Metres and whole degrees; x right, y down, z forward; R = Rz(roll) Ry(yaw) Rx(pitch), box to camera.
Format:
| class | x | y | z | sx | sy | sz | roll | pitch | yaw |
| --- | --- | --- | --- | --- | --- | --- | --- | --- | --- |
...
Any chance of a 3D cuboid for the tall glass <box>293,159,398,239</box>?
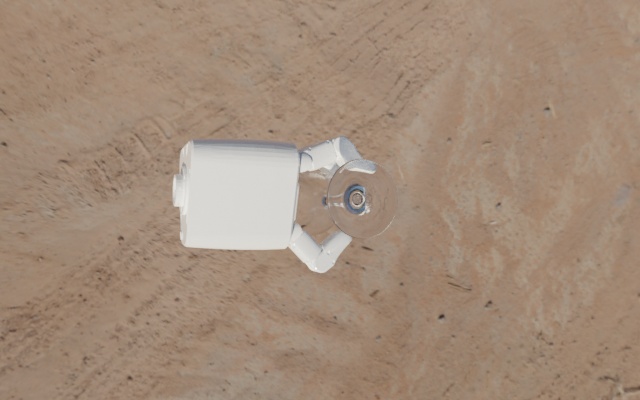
| class | x | y | z | sx | sy | sz | roll | pitch | yaw |
| --- | --- | --- | --- | --- | --- | --- | --- | --- | --- |
| tall glass | 0.000 | 0.002 | 0.531 | 0.079 | 0.079 | 0.201 | 0 | -2 | -23 |
